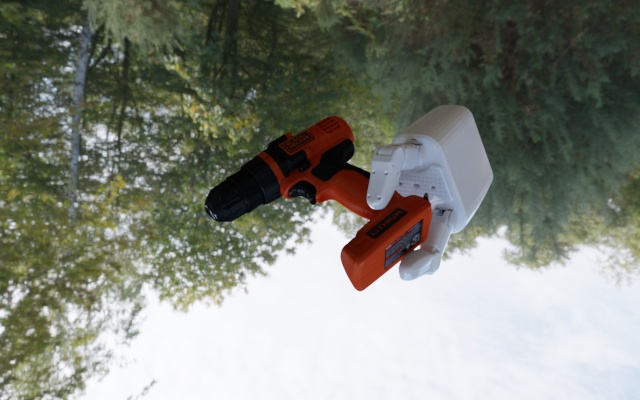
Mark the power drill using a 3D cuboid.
[{"bbox_3d":[0.001,0.002,0.477,0.184,0.057,0.187,-35,55,-20],"label":"power drill"}]
